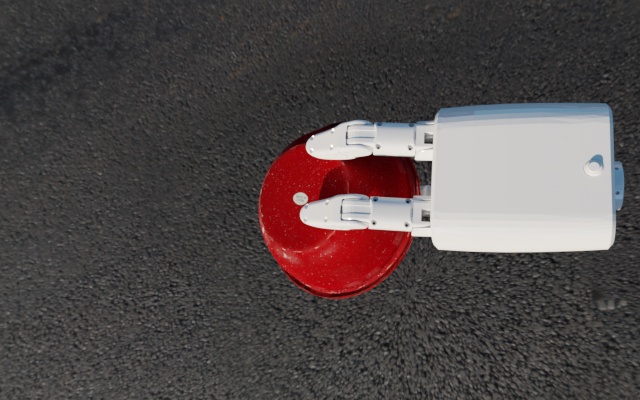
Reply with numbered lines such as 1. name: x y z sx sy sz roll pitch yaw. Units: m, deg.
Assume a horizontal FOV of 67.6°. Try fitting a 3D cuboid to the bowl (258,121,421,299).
1. bowl: -0.001 0.002 0.410 0.162 0.162 0.055 0 -11 36
